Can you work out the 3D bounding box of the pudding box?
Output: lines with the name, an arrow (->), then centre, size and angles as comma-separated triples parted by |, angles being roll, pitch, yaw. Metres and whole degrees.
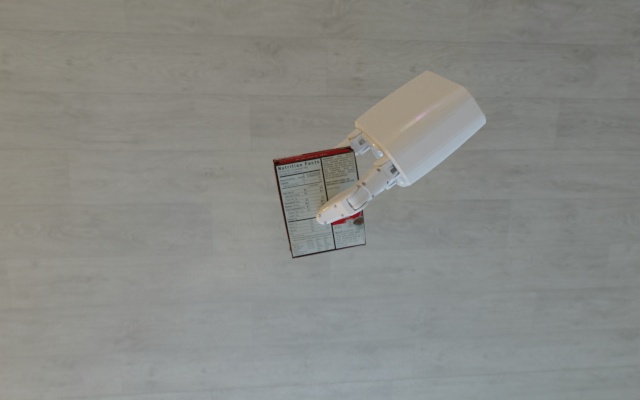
pudding box -> 0.000, 0.002, 0.533 | 0.090, 0.113, 0.039 | -10, 14, -3
